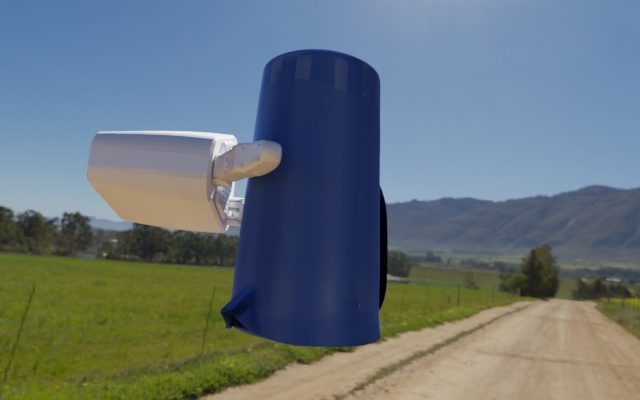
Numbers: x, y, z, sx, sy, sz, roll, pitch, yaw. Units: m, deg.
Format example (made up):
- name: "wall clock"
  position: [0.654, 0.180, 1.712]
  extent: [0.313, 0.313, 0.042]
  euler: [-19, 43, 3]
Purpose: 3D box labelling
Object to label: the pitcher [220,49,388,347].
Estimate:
- name: "pitcher"
  position: [0.000, 0.001, 0.433]
  extent: [0.145, 0.243, 0.149]
  euler: [4, -6, 1]
